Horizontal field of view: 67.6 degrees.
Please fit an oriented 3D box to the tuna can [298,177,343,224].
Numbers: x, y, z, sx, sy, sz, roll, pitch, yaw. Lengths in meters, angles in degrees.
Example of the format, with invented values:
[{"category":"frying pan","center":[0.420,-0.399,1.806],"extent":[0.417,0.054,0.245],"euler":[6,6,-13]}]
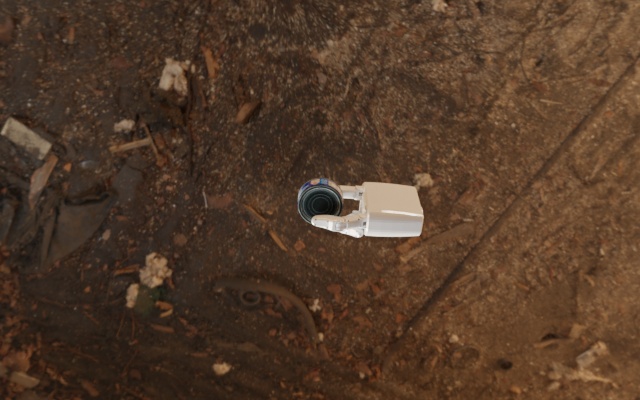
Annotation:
[{"category":"tuna can","center":[0.000,0.003,0.887],"extent":[0.086,0.086,0.033],"euler":[0,26,1]}]
